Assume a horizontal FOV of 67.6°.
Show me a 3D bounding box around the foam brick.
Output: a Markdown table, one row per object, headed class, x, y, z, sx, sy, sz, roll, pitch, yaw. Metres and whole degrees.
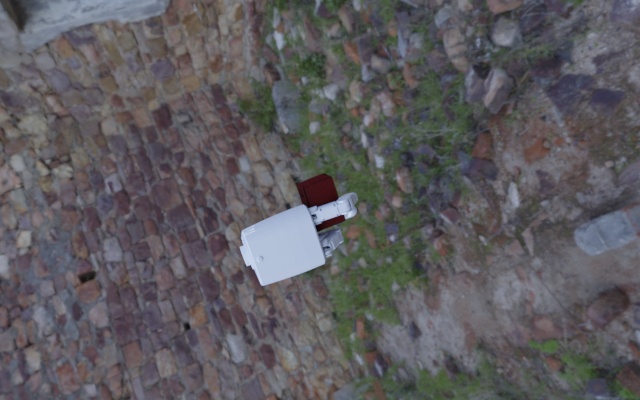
| class | x | y | z | sx | sy | sz | roll | pitch | yaw |
| --- | --- | --- | --- | --- | --- | --- | --- | --- | --- |
| foam brick | 0.000 | 0.002 | 0.769 | 0.051 | 0.078 | 0.053 | -20 | 12 | -10 |
